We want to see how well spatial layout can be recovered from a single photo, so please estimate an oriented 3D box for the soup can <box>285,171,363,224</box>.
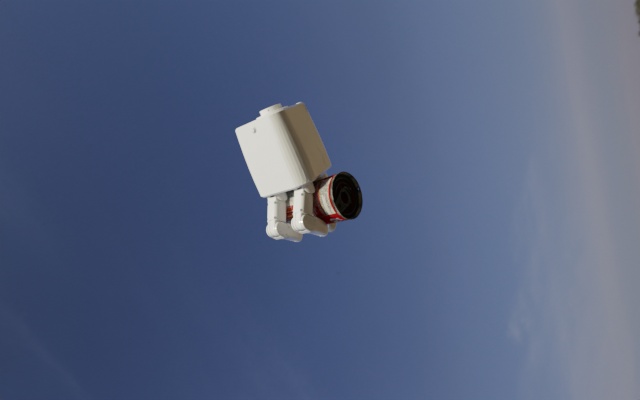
[{"bbox_3d":[0.000,0.003,0.692,0.102,0.068,0.068,-14,-9,40],"label":"soup can"}]
